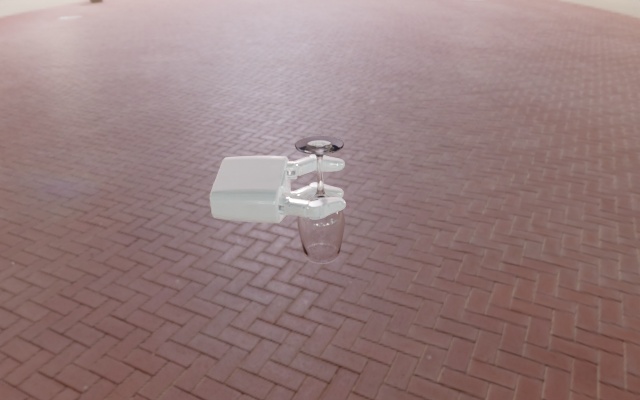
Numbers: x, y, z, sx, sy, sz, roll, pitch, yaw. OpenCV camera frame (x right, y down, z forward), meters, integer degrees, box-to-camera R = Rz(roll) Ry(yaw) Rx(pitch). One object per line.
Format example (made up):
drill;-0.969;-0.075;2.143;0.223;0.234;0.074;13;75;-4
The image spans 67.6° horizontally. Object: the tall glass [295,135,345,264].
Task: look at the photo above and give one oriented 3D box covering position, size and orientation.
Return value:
tall glass;0.000;0.002;0.767;0.079;0.201;0.079;-1;28;1
